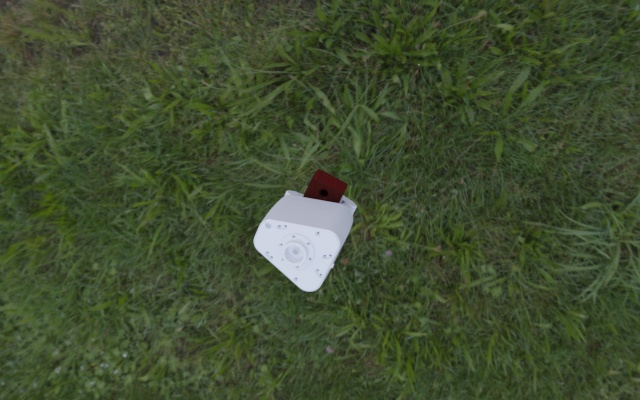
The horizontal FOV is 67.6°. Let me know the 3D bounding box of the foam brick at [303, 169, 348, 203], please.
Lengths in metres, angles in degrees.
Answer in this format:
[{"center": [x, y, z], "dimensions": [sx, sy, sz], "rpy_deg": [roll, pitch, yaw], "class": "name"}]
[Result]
[{"center": [0.000, 0.002, 0.719], "dimensions": [0.053, 0.078, 0.051], "rpy_deg": [26, 19, 2], "class": "foam brick"}]
